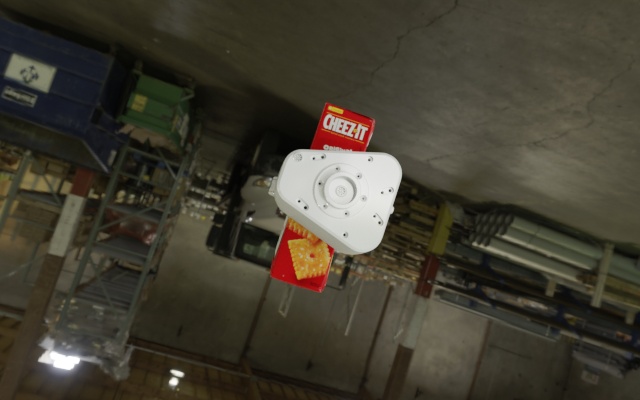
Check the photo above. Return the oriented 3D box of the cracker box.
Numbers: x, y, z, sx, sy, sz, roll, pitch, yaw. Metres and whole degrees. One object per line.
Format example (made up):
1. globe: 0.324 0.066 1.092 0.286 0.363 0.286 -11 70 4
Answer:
1. cracker box: 0.000 0.002 0.627 0.072 0.213 0.164 19 -5 -2
